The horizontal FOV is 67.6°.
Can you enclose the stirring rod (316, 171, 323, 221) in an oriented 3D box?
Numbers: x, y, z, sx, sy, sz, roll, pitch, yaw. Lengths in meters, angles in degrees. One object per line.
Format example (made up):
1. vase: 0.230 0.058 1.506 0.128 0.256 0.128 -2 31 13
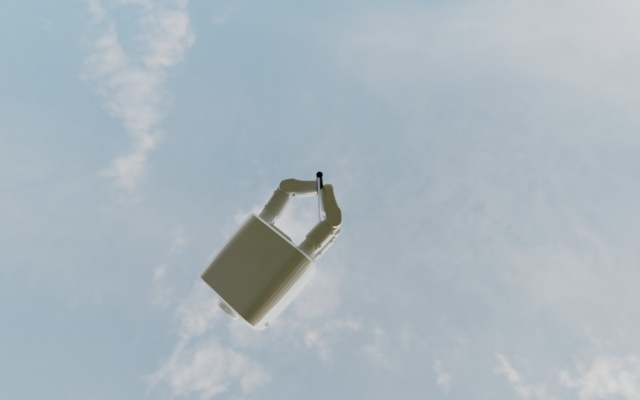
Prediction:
1. stirring rod: 0.000 0.002 0.672 0.011 0.011 0.239 0 -16 1
